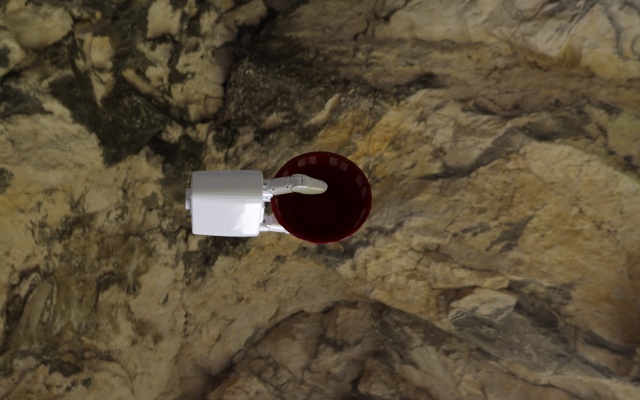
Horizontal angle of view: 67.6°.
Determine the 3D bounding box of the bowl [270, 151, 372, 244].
[{"bbox_3d":[0.001,0.003,0.773,0.162,0.162,0.055,0,-25,-2],"label":"bowl"}]
